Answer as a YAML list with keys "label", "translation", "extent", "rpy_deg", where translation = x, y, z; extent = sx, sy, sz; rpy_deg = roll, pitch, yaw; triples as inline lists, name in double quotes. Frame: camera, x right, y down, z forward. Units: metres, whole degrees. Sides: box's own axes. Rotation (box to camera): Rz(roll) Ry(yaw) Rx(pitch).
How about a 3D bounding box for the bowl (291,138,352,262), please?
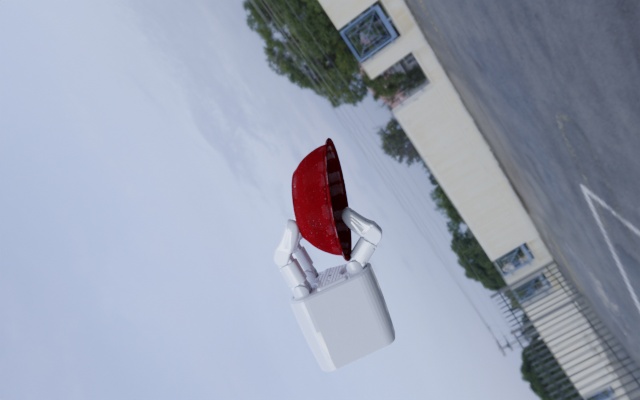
- label: "bowl"
  translation: [-0.001, 0.001, 0.623]
  extent: [0.055, 0.162, 0.162]
  rpy_deg: [-8, -2, 10]
